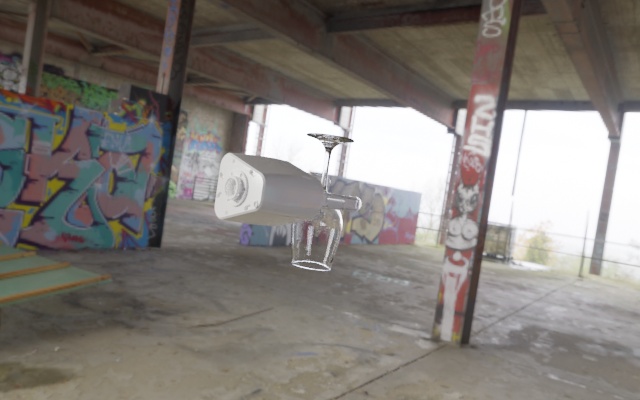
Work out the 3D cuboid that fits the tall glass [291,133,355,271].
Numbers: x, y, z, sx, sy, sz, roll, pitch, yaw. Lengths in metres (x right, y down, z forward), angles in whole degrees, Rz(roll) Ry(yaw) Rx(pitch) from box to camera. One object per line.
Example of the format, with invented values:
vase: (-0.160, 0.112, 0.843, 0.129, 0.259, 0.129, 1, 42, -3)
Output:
tall glass: (0.000, 0.002, 0.728, 0.079, 0.201, 0.079, 8, 2, 0)
